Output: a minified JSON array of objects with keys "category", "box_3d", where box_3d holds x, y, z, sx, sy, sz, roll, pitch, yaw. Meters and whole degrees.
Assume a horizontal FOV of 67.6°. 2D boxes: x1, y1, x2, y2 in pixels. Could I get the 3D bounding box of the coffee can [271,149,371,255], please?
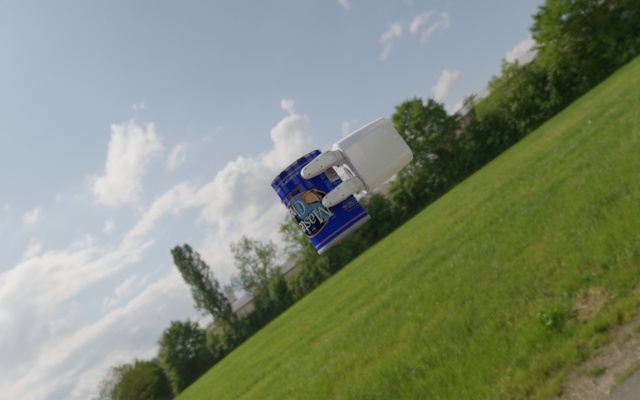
[{"category":"coffee can","box_3d":[0.000,0.003,0.784,0.103,0.140,0.103,-36,-6,-4]}]
